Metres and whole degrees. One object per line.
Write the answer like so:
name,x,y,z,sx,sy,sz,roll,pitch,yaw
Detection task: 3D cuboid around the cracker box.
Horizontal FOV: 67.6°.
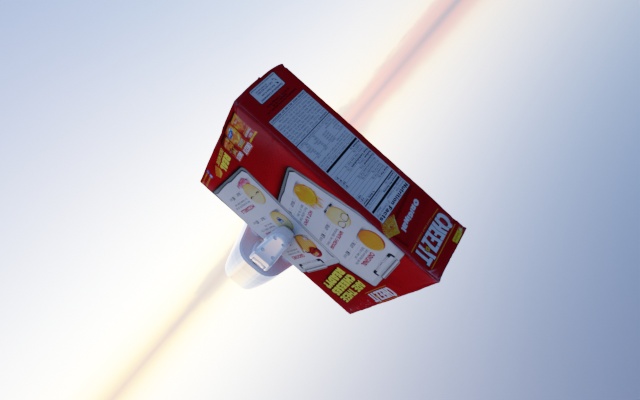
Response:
cracker box,0.000,0.001,0.448,0.214,0.072,0.164,41,-31,-4
